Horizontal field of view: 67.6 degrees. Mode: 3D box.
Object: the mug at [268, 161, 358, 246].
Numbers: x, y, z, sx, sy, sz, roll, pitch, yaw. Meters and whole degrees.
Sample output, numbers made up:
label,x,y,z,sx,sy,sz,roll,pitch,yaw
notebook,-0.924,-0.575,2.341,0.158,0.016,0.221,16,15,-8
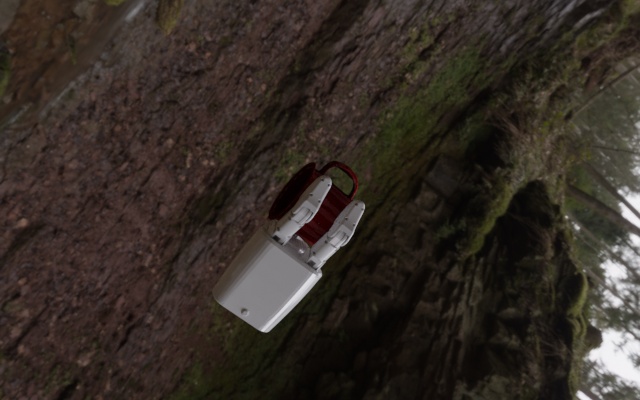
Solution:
label,x,y,z,sx,sy,sz,roll,pitch,yaw
mug,0.001,0.001,0.620,0.081,0.117,0.093,39,9,-16
